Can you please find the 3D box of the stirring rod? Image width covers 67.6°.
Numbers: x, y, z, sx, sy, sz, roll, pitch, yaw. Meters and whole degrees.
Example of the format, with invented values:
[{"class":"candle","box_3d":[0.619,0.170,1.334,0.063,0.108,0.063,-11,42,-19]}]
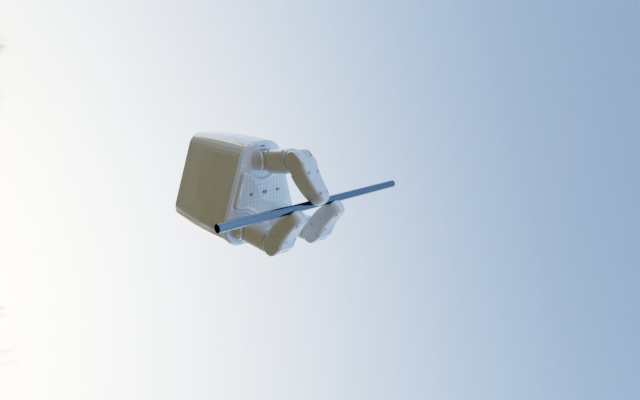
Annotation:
[{"class":"stirring rod","box_3d":[0.000,0.001,0.466,0.011,0.011,0.239,0,10,44]}]
